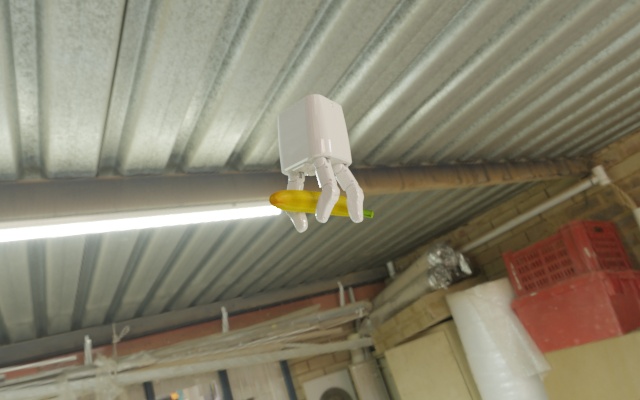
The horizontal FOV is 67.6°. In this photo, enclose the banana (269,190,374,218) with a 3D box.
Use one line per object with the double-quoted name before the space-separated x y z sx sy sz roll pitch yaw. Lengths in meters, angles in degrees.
"banana" -0.007 0.003 0.784 0.198 0.037 0.069 6 -4 -33
